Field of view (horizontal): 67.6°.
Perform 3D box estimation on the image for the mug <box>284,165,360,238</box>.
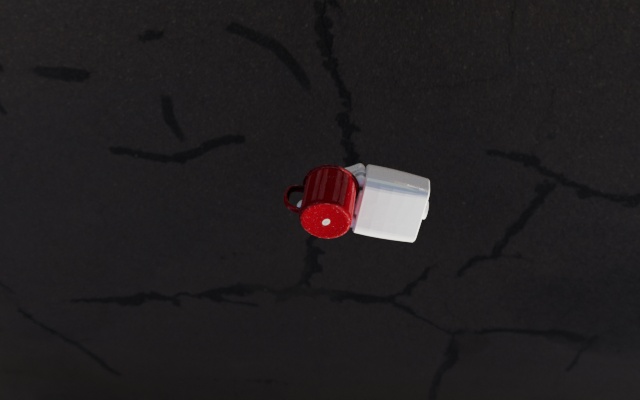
[{"bbox_3d":[-0.001,0.002,0.750,0.117,0.093,0.081,10,44,1],"label":"mug"}]
